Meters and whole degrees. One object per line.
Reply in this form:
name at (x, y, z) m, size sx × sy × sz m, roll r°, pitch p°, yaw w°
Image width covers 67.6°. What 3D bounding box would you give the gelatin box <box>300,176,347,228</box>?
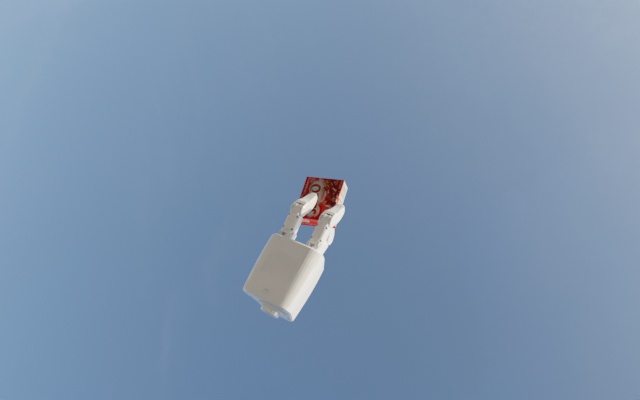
gelatin box at (0.000, 0.003, 0.844) m, size 0.073 × 0.089 × 0.030 m, roll 7°, pitch -30°, yaw 21°
